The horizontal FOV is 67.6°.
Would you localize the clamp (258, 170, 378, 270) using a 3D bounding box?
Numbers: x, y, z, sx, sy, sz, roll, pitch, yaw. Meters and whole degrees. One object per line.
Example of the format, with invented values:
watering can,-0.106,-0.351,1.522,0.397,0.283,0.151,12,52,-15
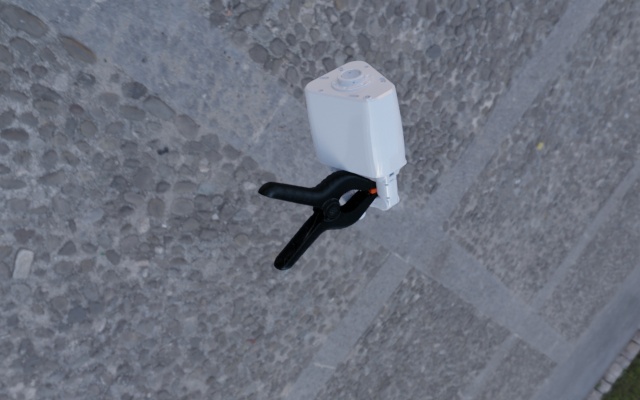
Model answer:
clamp,0.001,0.002,0.597,0.171,0.120,0.039,-33,42,-22
